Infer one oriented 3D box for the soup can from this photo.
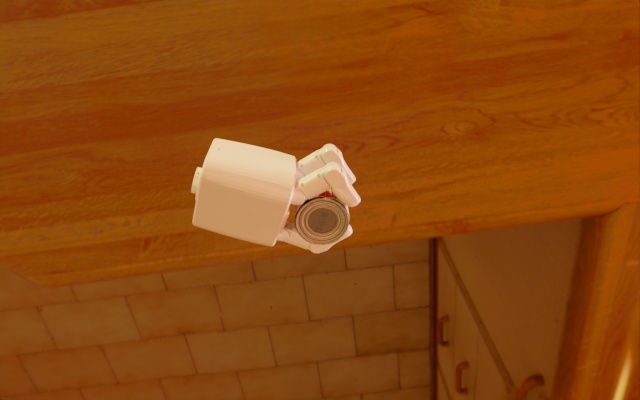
[{"bbox_3d":[0.001,0.002,0.612,0.068,0.068,0.102,0,28,-2],"label":"soup can"}]
